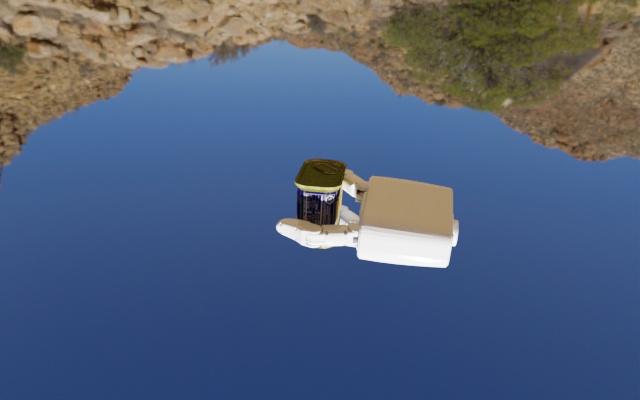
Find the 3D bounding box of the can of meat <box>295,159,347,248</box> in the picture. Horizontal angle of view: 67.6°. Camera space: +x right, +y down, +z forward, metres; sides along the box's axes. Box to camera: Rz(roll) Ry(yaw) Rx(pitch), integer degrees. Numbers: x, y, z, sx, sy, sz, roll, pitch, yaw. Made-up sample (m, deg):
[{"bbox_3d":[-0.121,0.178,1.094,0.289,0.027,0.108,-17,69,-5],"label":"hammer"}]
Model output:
[{"bbox_3d":[0.000,0.002,0.616,0.057,0.084,0.102,5,24,6],"label":"can of meat"}]
